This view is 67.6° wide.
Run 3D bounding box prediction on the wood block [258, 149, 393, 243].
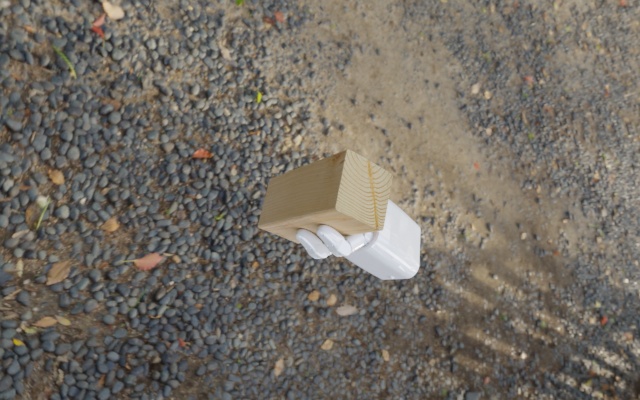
[{"bbox_3d":[0.001,0.002,0.728,0.090,0.090,0.206,25,-23,-31],"label":"wood block"}]
